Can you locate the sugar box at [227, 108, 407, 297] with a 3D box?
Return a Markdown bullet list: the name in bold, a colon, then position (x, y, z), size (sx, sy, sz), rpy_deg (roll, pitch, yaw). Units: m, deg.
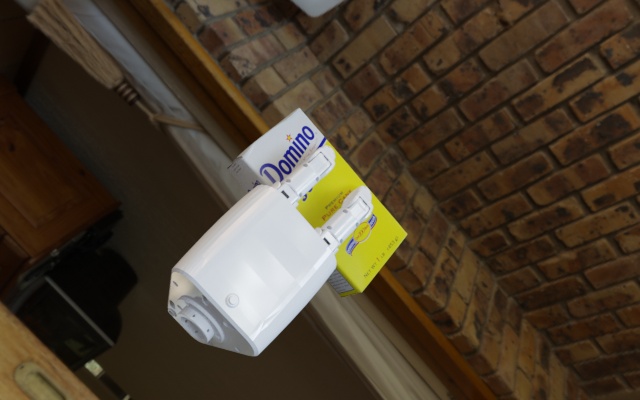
- **sugar box**: position (0.000, 0.002, 0.486), size (0.093, 0.176, 0.048), rpy_deg (-46, 10, -33)
